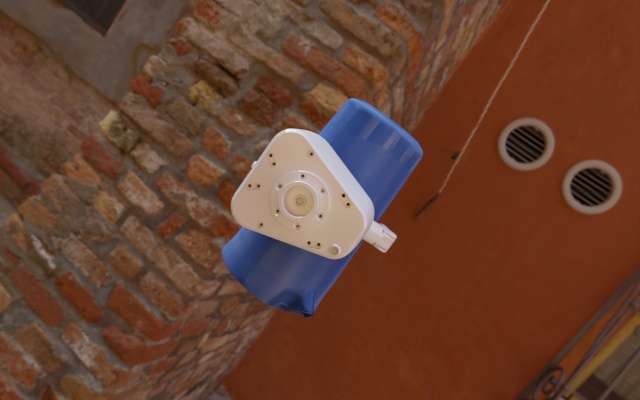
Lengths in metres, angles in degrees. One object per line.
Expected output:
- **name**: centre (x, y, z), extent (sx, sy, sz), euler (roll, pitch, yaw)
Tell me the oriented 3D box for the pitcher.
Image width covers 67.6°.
- **pitcher**: centre (0.000, 0.002, 0.567), extent (0.149, 0.243, 0.145), euler (38, 7, 5)
